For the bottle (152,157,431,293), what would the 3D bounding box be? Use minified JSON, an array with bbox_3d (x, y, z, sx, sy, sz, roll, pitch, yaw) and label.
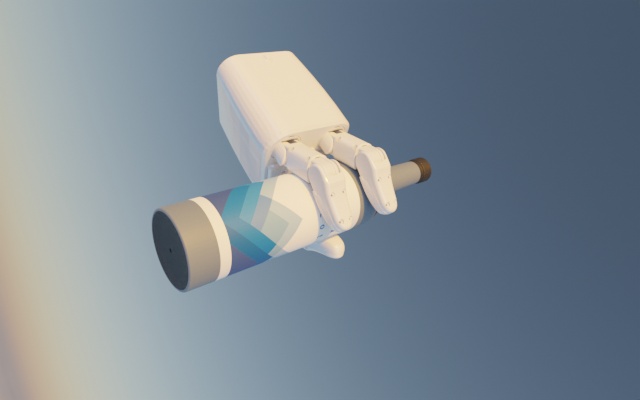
[{"bbox_3d":[0.000,0.002,0.443,0.295,0.069,0.069,-18,11,-36],"label":"bottle"}]
